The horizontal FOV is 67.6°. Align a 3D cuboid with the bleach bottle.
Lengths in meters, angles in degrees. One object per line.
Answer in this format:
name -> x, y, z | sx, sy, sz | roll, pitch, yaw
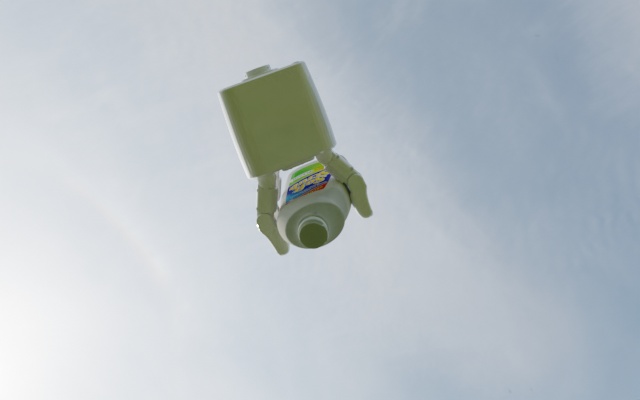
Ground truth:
bleach bottle -> 0.000, 0.002, 0.598 | 0.102, 0.068, 0.250 | -19, 14, 4
